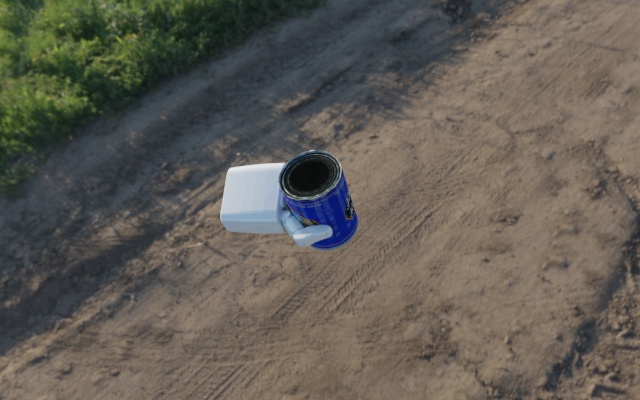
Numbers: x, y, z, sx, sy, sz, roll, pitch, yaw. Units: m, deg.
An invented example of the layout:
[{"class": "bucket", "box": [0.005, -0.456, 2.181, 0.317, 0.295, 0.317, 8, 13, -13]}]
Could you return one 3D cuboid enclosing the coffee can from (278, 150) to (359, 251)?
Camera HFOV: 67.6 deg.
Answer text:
[{"class": "coffee can", "box": [0.000, 0.003, 0.786, 0.103, 0.102, 0.140, 0, -38, 18]}]
